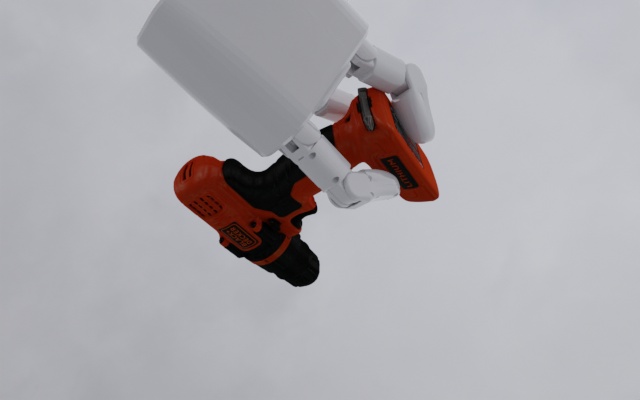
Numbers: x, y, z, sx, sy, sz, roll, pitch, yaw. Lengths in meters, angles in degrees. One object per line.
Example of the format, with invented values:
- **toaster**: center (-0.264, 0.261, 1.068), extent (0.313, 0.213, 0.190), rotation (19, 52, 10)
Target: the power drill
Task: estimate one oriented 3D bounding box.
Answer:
- **power drill**: center (0.000, 0.001, 0.410), extent (0.188, 0.057, 0.184), rotation (-26, -45, 19)
